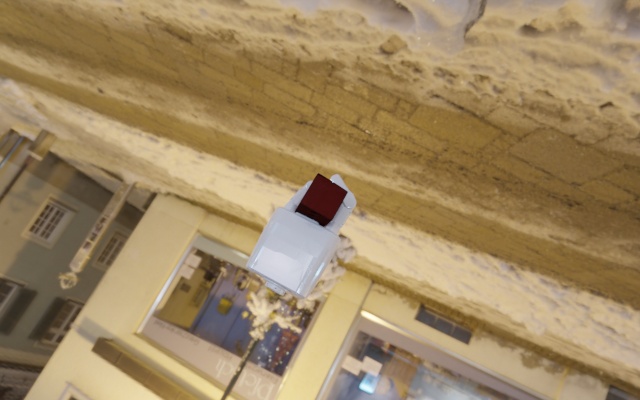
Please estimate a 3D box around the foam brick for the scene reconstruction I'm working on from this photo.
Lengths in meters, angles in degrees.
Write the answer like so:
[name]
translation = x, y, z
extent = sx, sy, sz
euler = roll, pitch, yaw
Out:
[foam brick]
translation = 0.000, 0.002, 0.708
extent = 0.053, 0.051, 0.078
euler = 31, -15, -2
